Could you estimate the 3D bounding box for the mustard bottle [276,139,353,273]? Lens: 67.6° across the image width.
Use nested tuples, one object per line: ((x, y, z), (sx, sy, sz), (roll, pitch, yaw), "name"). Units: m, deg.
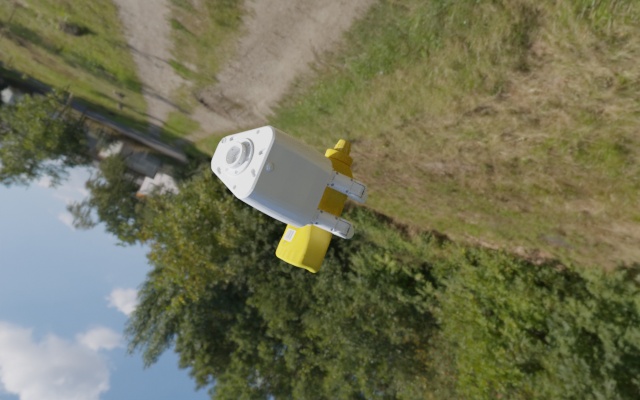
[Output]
((0.000, 0.003, 0.685), (0.058, 0.191, 0.096), (24, -6, -20), "mustard bottle")
